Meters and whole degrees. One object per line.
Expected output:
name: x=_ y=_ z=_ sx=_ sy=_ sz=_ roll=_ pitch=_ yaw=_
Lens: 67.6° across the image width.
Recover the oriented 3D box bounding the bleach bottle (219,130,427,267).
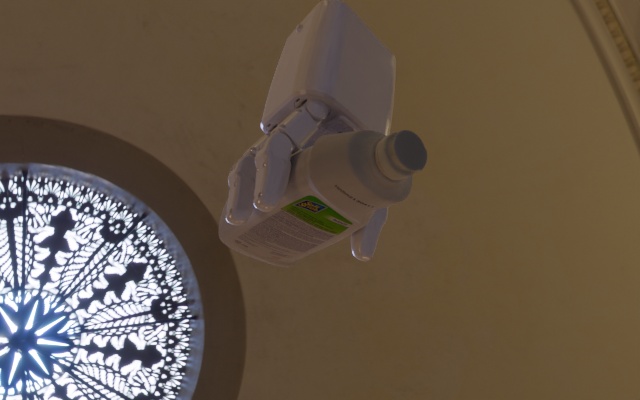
bleach bottle: x=0.000 y=0.001 z=0.415 sx=0.102 sy=0.068 sz=0.251 roll=23 pitch=-25 yaw=-26
